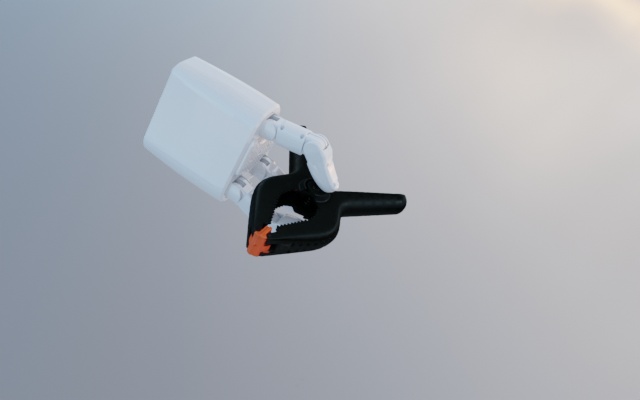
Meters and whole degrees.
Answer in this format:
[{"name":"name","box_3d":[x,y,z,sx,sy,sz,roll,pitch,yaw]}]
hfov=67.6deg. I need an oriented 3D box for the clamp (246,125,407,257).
[{"name":"clamp","box_3d":[0.000,0.001,0.502,0.164,0.036,0.210,31,37,6]}]
